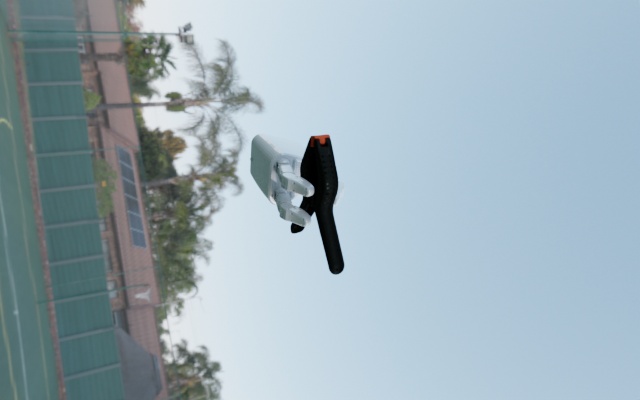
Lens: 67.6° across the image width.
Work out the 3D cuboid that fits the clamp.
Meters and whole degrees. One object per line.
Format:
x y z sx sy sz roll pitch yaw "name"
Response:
0.001 0.002 0.755 0.036 0.210 0.164 -10 33 -27 "clamp"
